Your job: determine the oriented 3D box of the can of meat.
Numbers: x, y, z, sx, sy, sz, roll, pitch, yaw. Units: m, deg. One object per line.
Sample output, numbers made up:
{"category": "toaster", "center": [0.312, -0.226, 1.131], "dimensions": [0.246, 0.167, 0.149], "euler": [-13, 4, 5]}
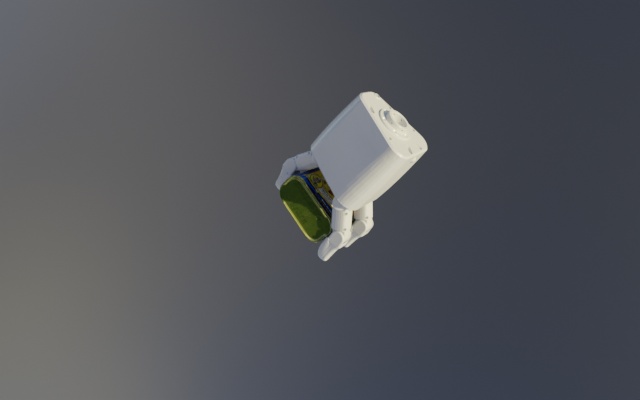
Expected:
{"category": "can of meat", "center": [0.000, 0.002, 0.684], "dimensions": [0.057, 0.102, 0.084], "euler": [-41, -10, 36]}
